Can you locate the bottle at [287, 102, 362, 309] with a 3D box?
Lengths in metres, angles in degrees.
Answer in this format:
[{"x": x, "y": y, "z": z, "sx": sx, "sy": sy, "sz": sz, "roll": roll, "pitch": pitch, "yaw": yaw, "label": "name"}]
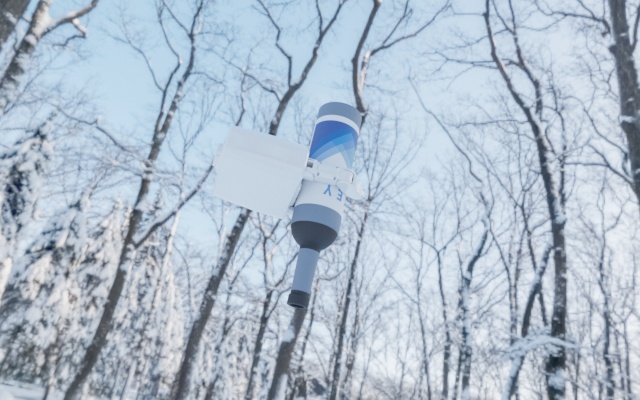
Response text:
[{"x": 0.000, "y": 0.002, "z": 0.660, "sx": 0.069, "sy": 0.295, "sz": 0.069, "roll": 11, "pitch": -24, "yaw": 5, "label": "bottle"}]
